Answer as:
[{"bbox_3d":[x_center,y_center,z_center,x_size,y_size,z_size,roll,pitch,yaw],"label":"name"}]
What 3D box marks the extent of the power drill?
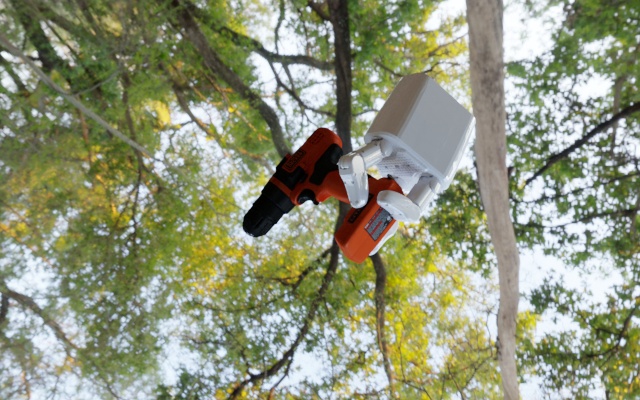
[{"bbox_3d":[0.001,0.002,0.611,0.187,0.184,0.057,33,-8,42],"label":"power drill"}]
